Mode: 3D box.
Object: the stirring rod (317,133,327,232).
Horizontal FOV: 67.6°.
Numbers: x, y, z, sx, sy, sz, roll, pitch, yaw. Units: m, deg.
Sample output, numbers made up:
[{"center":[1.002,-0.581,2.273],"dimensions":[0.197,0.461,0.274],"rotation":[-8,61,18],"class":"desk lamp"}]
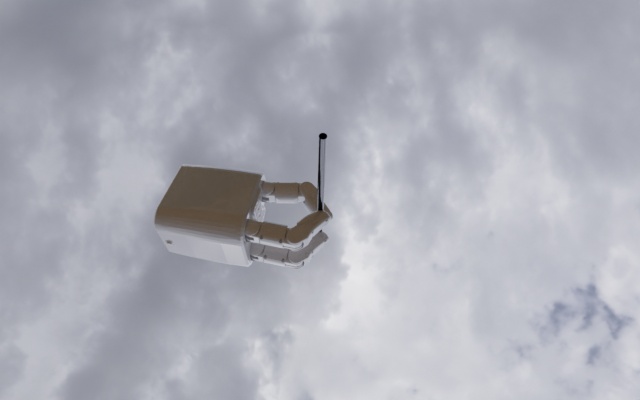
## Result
[{"center":[0.000,0.002,0.543],"dimensions":[0.011,0.011,0.240],"rotation":[0,-30,-1],"class":"stirring rod"}]
